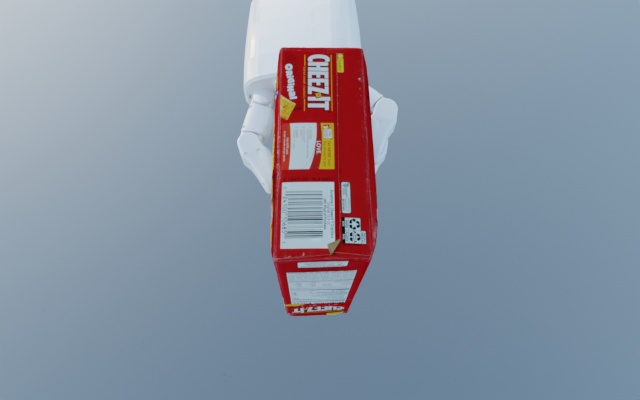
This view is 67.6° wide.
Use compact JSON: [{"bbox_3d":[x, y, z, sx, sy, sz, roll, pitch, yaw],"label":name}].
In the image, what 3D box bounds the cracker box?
[{"bbox_3d":[0.000,0.001,0.416,0.072,0.164,0.214,0,-22,-1],"label":"cracker box"}]
